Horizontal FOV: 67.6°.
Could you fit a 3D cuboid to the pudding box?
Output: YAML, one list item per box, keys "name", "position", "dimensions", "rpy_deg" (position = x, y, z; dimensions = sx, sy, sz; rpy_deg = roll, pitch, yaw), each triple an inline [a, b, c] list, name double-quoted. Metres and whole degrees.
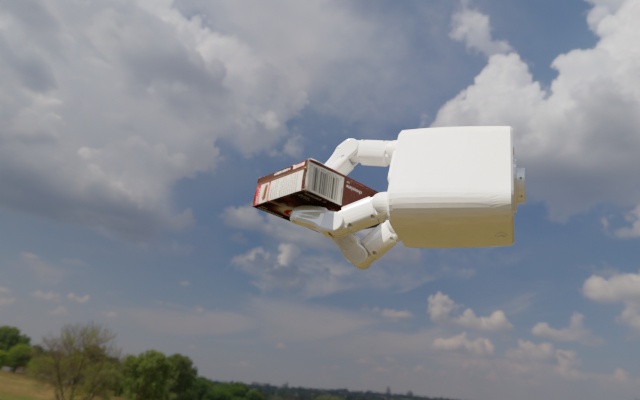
- name: "pudding box"
  position: [0.000, 0.001, 0.505]
  dimensions: [0.113, 0.039, 0.090]
  rpy_deg: [26, -28, -34]
